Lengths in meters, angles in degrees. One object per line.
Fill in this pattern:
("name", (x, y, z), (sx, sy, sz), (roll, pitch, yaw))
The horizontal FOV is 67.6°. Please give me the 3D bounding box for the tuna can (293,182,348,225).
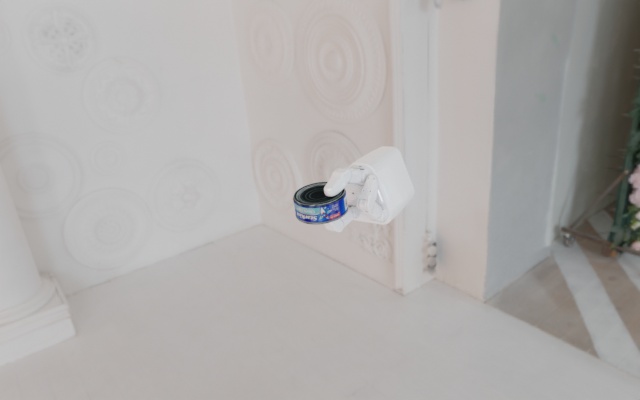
("tuna can", (0.000, 0.002, 0.758), (0.086, 0.034, 0.086), (-7, 27, 4))
